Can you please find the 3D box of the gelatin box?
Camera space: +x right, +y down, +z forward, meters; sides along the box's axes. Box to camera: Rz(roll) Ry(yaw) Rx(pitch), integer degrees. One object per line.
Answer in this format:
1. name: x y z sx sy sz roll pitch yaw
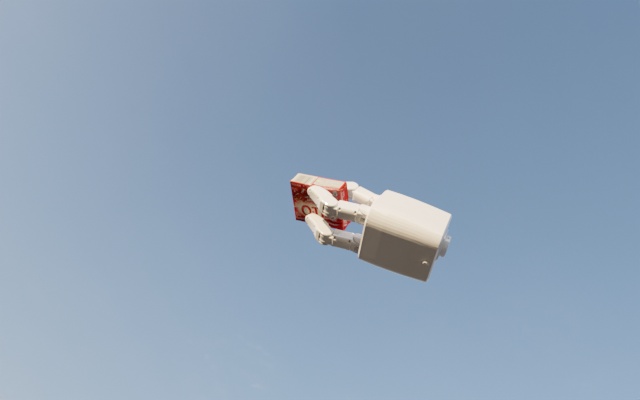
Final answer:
1. gelatin box: 0.000 0.002 0.734 0.089 0.073 0.030 12 37 28
